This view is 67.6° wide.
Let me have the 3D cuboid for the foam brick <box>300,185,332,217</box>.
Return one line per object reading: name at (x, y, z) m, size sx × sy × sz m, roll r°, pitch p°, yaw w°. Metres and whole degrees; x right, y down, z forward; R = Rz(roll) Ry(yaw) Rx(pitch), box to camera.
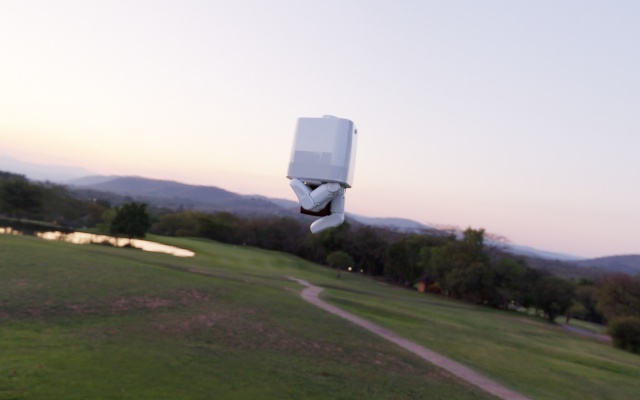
foam brick at (0.000, 0.003, 0.861) m, size 0.053 × 0.051 × 0.078 m, roll 7°, pitch -3°, yaw 12°
